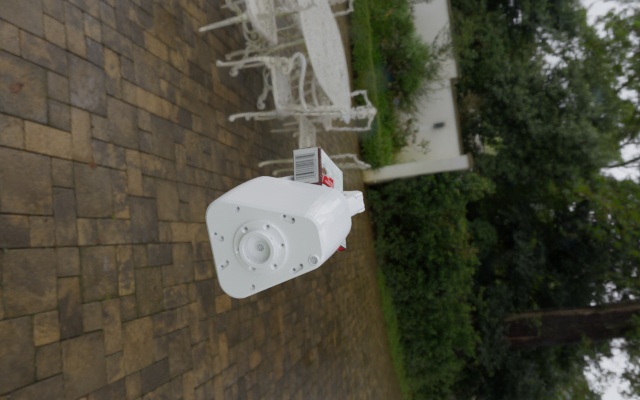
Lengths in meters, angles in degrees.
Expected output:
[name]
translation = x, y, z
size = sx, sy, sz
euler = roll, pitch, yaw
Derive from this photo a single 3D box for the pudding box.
[pudding box]
translation = 0.000, 0.002, 0.586
size = 0.039, 0.113, 0.090
euler = -6, -18, 18
